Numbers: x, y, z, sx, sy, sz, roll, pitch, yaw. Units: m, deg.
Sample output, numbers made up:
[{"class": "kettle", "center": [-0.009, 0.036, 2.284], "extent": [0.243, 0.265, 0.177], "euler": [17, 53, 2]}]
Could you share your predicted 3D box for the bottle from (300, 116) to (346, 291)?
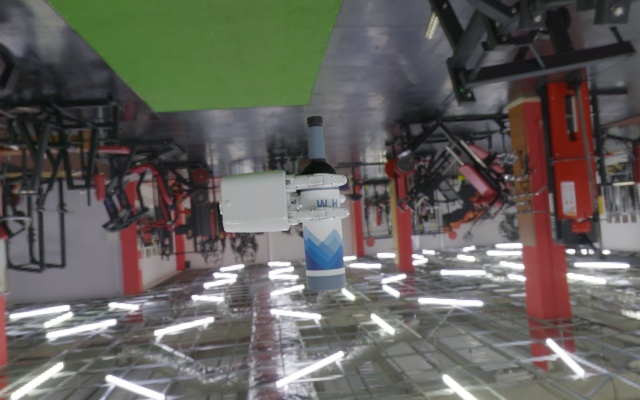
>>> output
[{"class": "bottle", "center": [0.000, 0.003, 0.823], "extent": [0.069, 0.295, 0.069], "euler": [-4, -2, 0]}]
